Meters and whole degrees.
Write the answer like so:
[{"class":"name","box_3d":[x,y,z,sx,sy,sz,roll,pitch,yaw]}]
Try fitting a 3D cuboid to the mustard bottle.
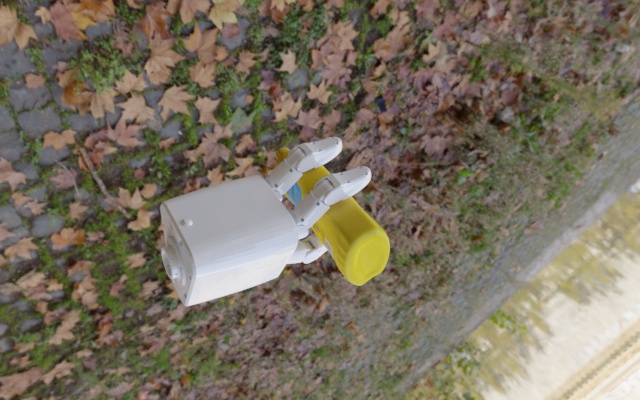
[{"class":"mustard bottle","box_3d":[0.001,0.002,0.542,0.058,0.191,0.096,-32,-35,-10]}]
